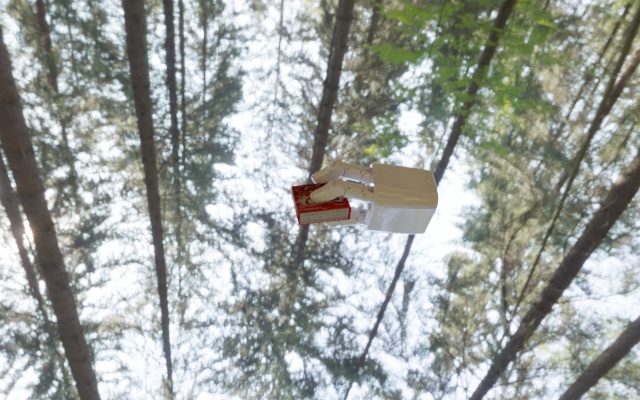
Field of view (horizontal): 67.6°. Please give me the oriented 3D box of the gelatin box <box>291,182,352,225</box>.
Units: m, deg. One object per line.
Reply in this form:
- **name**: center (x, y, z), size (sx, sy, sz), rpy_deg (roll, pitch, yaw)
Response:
- **gelatin box**: center (0.000, 0.003, 0.796), size (0.089, 0.030, 0.073), rpy_deg (-6, 40, -10)
